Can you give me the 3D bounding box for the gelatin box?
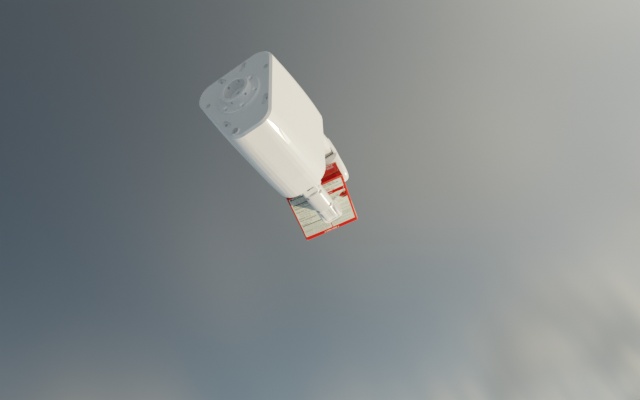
[{"bbox_3d":[0.000,0.002,0.602,0.073,0.030,0.089,-23,-45,-1],"label":"gelatin box"}]
